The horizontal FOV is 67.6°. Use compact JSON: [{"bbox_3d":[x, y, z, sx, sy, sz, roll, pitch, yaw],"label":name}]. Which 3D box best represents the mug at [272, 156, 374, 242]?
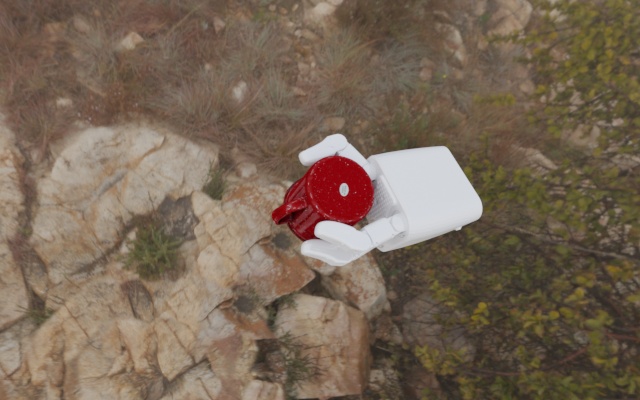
[{"bbox_3d":[-0.001,0.002,0.548,0.117,0.093,0.081,-13,-14,-23],"label":"mug"}]
